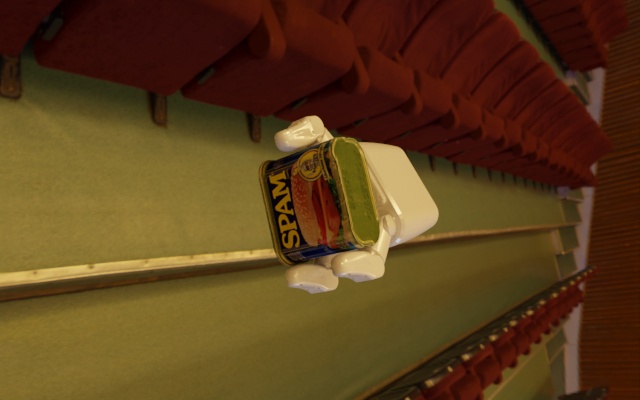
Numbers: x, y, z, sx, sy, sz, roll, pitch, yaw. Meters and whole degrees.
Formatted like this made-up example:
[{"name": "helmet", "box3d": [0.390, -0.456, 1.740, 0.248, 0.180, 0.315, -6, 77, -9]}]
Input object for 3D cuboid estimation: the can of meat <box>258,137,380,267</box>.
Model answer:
[{"name": "can of meat", "box3d": [0.000, 0.001, 0.428, 0.084, 0.102, 0.057, -16, -7, 34]}]
